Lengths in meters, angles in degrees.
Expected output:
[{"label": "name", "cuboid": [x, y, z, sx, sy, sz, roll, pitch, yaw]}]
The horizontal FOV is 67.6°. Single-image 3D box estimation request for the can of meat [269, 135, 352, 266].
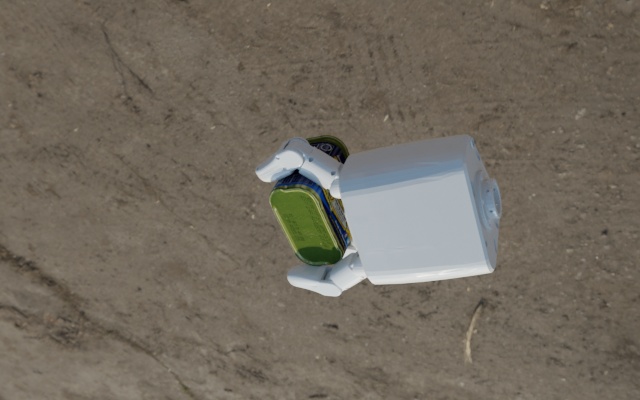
[{"label": "can of meat", "cuboid": [0.000, 0.002, 0.471, 0.057, 0.102, 0.084, -6, 36, 28]}]
